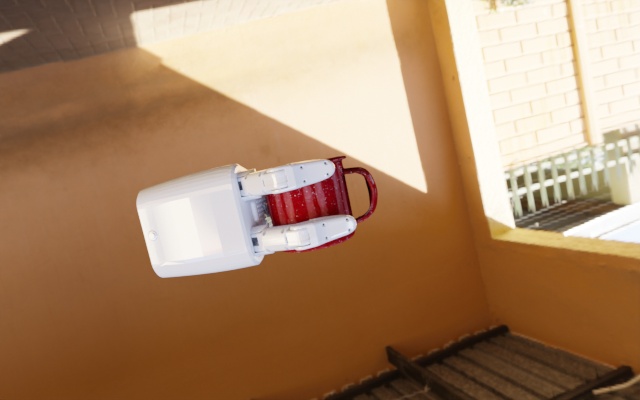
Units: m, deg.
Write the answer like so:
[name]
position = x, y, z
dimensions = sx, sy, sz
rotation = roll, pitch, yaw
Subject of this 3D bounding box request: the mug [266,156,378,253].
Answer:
[mug]
position = 0.002, 0.002, 0.481
dimensions = 0.117, 0.081, 0.093
rotation = -11, 6, 13
